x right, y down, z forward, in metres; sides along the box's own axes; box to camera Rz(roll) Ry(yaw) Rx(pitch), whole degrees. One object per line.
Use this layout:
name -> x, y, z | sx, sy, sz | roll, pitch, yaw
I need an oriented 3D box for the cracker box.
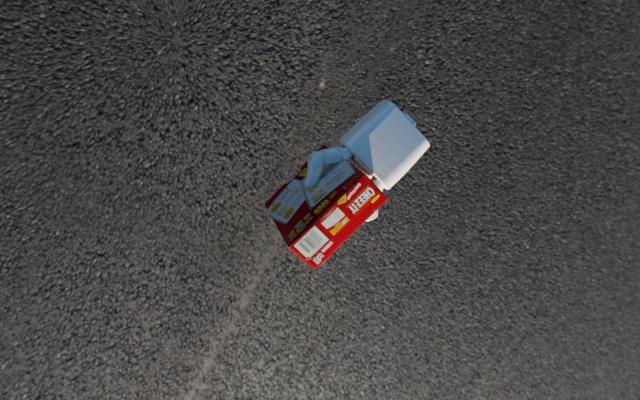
cracker box -> 0.000, 0.003, 0.824 | 0.072, 0.164, 0.213 | 45, 1, -24
